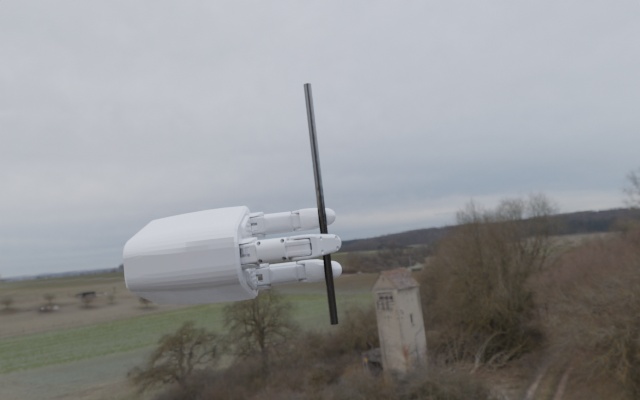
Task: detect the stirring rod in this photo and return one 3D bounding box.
[{"bbox_3d":[0.000,0.002,0.475,0.011,0.239,0.011,-6,-4,0],"label":"stirring rod"}]
